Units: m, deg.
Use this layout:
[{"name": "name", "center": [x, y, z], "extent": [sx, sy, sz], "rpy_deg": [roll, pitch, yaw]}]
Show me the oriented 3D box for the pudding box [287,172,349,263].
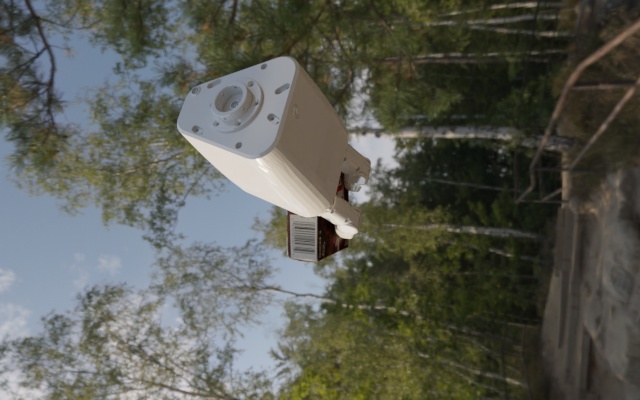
[{"name": "pudding box", "center": [0.000, 0.002, 0.508], "extent": [0.039, 0.113, 0.090], "rpy_deg": [5, 7, 24]}]
